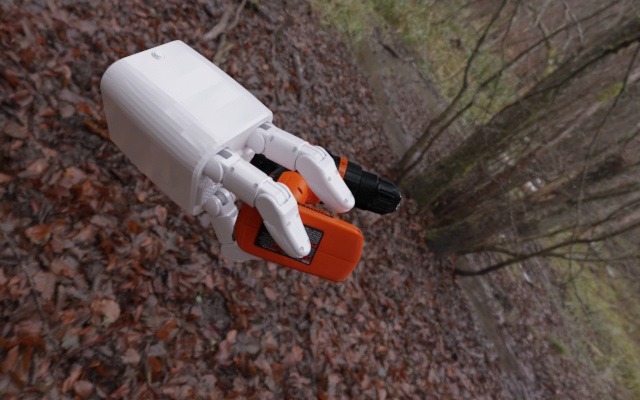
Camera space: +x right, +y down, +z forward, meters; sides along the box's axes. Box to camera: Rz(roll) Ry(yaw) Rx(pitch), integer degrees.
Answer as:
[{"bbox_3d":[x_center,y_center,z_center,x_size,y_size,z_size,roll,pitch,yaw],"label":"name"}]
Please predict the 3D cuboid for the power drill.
[{"bbox_3d":[0.000,0.002,0.470,0.184,0.057,0.187,18,23,-5],"label":"power drill"}]
